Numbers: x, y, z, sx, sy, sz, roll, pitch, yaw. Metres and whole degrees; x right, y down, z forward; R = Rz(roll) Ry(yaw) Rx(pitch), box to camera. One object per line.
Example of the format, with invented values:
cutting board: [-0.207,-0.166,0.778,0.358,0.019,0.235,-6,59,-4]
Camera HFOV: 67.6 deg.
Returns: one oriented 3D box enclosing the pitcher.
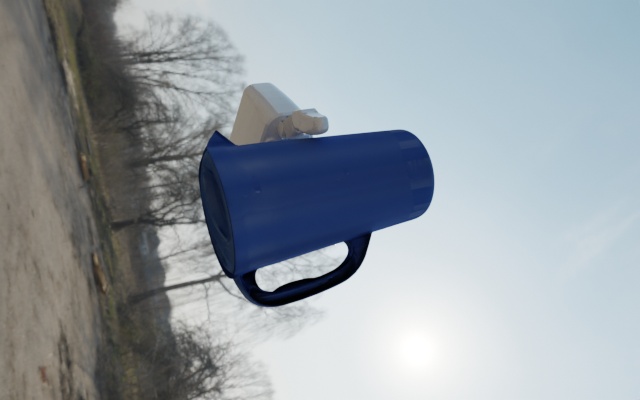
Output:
pitcher: [0.000,0.002,0.519,0.243,0.149,0.145,-12,38,-22]
